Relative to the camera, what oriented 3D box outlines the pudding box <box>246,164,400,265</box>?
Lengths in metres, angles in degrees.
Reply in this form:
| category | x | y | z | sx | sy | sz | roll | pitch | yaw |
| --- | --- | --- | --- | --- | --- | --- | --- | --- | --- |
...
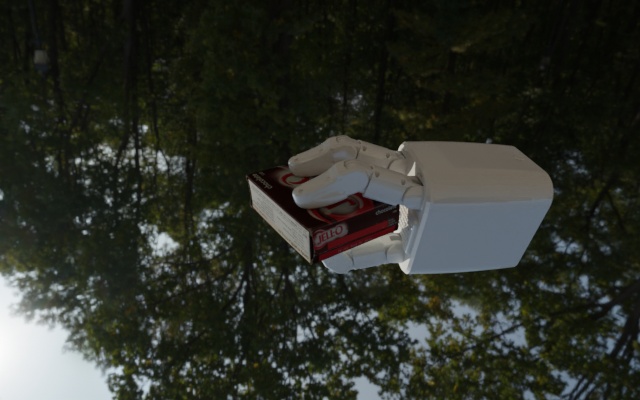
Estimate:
| category | x | y | z | sx | sy | sz | roll | pitch | yaw |
| --- | --- | --- | --- | --- | --- | --- | --- | --- | --- |
| pudding box | 0.000 | 0.001 | 0.417 | 0.090 | 0.039 | 0.113 | -18 | 32 | -29 |
